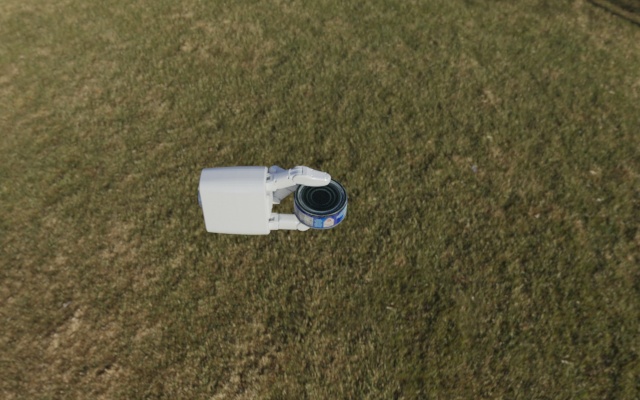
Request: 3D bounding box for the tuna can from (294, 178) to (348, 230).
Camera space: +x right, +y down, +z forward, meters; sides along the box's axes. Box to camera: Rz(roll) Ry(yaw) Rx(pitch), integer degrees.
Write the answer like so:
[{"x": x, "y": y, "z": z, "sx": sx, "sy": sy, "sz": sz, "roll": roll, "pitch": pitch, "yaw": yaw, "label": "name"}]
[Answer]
[{"x": 0.000, "y": 0.002, "z": 0.758, "sx": 0.086, "sy": 0.086, "sz": 0.034, "roll": 0, "pitch": -40, "yaw": -4, "label": "tuna can"}]
